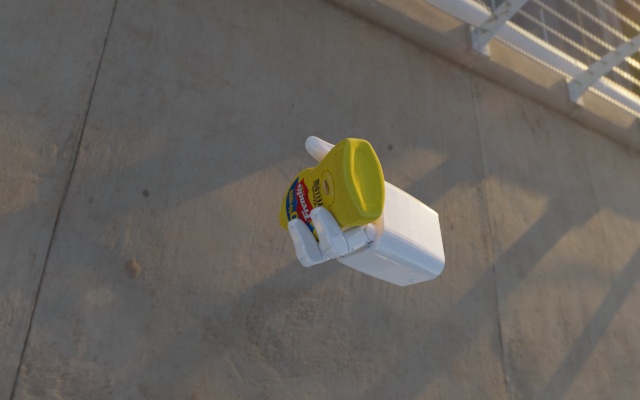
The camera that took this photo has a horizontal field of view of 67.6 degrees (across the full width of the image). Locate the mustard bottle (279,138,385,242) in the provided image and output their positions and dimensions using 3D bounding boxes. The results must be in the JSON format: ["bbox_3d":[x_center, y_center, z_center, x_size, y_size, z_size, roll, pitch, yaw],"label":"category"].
[{"bbox_3d":[0.000,0.002,0.598,0.058,0.096,0.192,-1,-17,-33],"label":"mustard bottle"}]
